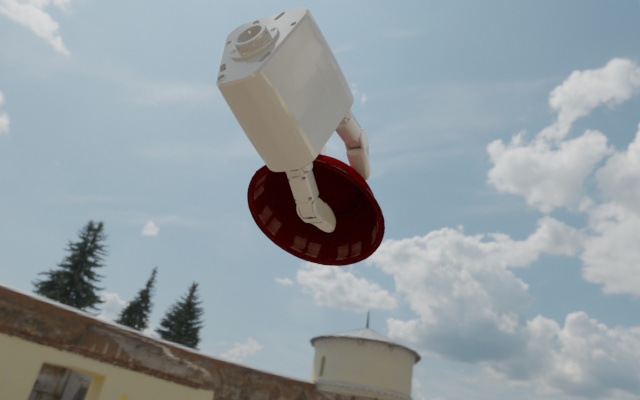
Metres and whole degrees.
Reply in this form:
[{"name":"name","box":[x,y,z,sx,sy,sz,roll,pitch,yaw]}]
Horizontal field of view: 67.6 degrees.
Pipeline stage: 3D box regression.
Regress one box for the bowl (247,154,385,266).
[{"name":"bowl","box":[0.000,0.003,0.551,0.162,0.162,0.055,0,40,24]}]
